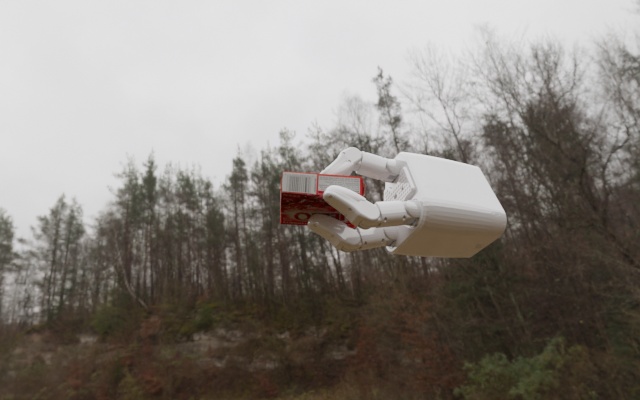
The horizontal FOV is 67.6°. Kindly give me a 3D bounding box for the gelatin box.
[{"bbox_3d":[0.000,0.001,0.531,0.089,0.030,0.073,4,-30,-3],"label":"gelatin box"}]
